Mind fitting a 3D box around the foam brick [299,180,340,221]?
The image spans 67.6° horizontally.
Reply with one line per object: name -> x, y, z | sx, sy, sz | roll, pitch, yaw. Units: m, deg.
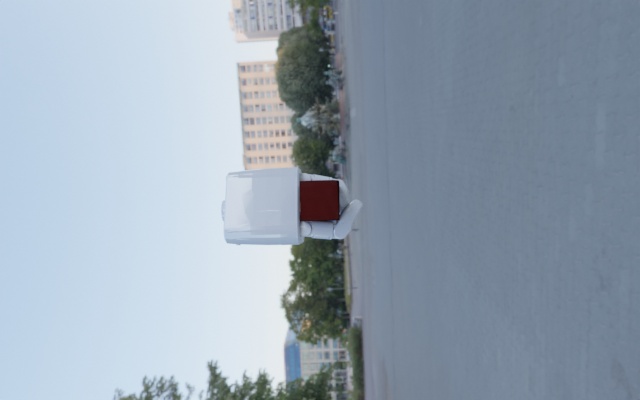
foam brick -> 0.000, 0.002, 0.641 | 0.051, 0.053, 0.078 | -1, -3, 2
